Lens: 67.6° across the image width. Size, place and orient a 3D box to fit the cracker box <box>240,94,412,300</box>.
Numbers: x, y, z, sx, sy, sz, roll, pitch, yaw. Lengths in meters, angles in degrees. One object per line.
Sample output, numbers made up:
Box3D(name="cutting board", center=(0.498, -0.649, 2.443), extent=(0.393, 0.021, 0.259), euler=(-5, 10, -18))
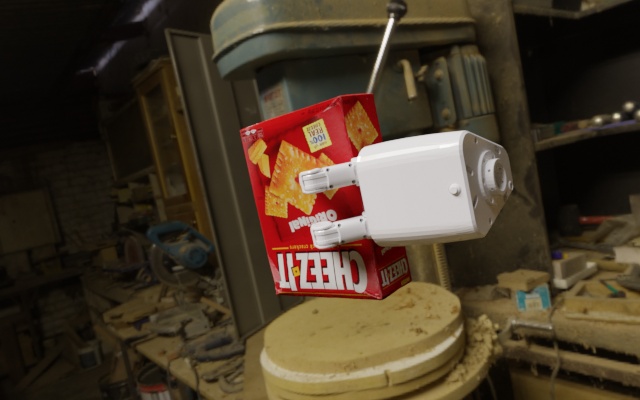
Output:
Box3D(name="cracker box", center=(0.000, 0.002, 0.551), extent=(0.164, 0.214, 0.072), euler=(-7, 7, 42))
